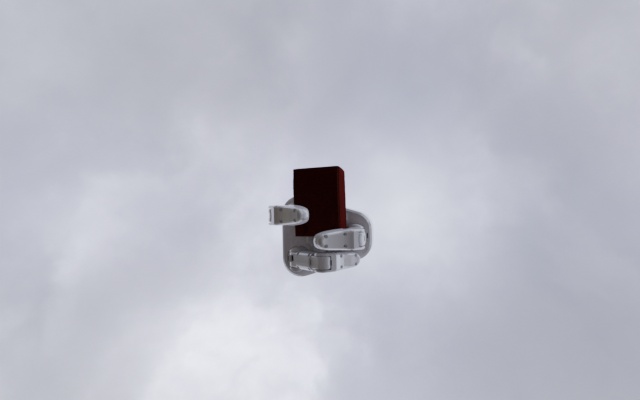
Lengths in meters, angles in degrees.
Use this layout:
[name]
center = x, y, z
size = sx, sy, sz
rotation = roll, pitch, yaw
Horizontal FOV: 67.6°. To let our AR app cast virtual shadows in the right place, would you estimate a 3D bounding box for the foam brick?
[foam brick]
center = 0.000, 0.001, 0.545
size = 0.053, 0.078, 0.051
rotation = -1, 0, 11
